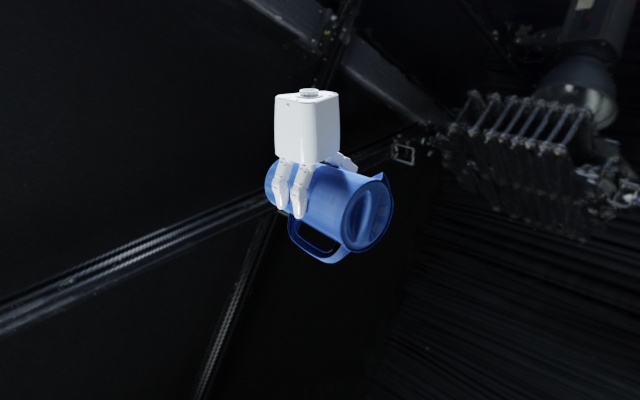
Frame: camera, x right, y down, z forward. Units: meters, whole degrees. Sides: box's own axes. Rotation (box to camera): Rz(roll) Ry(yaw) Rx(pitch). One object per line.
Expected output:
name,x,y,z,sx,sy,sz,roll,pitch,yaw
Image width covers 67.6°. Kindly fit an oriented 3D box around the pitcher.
pitcher,0.000,0.003,0.896,0.149,0.145,0.242,-21,31,-38
